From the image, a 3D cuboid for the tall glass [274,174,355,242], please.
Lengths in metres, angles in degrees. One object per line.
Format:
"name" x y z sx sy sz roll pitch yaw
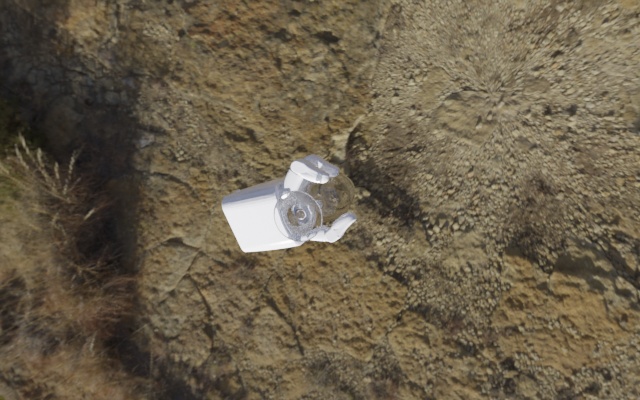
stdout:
"tall glass" 0.000 0.003 0.761 0.079 0.079 0.201 0 12 20
